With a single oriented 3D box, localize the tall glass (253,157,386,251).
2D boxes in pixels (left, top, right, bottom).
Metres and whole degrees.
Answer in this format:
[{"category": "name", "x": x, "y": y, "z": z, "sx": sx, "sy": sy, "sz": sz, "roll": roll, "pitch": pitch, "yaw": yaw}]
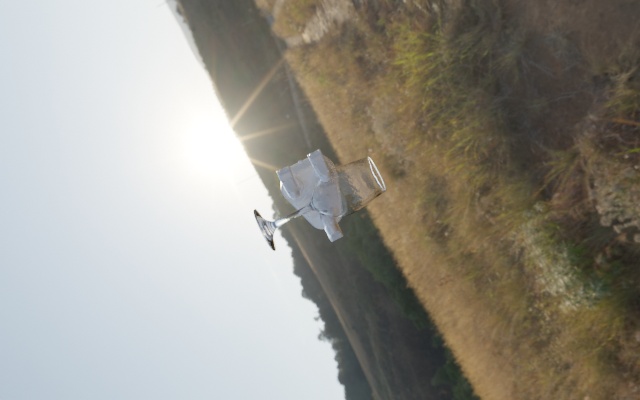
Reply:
[{"category": "tall glass", "x": 0.000, "y": 0.003, "z": 0.755, "sx": 0.201, "sy": 0.079, "sz": 0.079, "roll": -26, "pitch": -1, "yaw": 1}]
